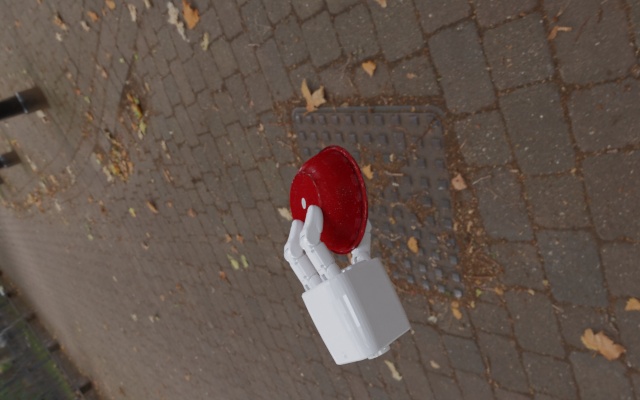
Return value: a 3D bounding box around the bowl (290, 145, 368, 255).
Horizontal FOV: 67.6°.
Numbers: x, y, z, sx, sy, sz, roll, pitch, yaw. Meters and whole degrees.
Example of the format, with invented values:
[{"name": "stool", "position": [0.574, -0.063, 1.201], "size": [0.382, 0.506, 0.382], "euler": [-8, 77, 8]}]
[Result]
[{"name": "bowl", "position": [-0.001, 0.001, 0.688], "size": [0.055, 0.162, 0.162], "euler": [-6, 3, -30]}]
